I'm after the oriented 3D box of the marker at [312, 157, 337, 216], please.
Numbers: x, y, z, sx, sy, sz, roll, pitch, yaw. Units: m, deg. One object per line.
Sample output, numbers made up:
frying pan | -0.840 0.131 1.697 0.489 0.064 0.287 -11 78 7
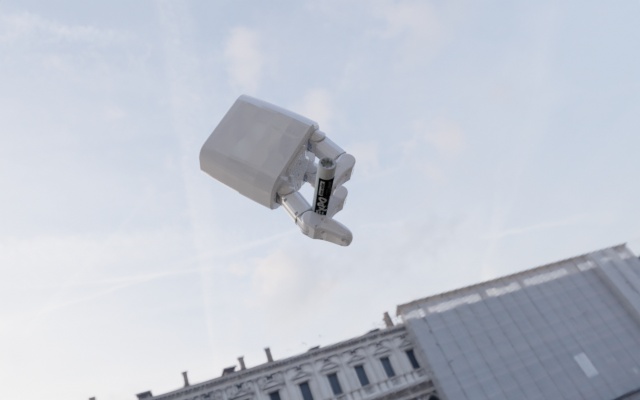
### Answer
marker | 0.000 0.002 0.520 0.020 0.020 0.121 0 -40 -9
